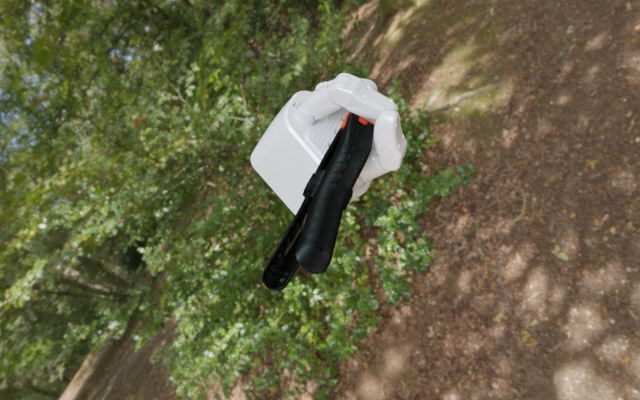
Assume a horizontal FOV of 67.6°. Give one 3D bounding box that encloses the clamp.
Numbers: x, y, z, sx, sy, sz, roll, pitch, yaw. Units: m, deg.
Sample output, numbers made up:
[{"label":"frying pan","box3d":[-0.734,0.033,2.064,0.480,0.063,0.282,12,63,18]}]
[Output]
[{"label":"clamp","box3d":[0.000,0.001,0.408,0.039,0.171,0.120,35,-34,-14]}]
